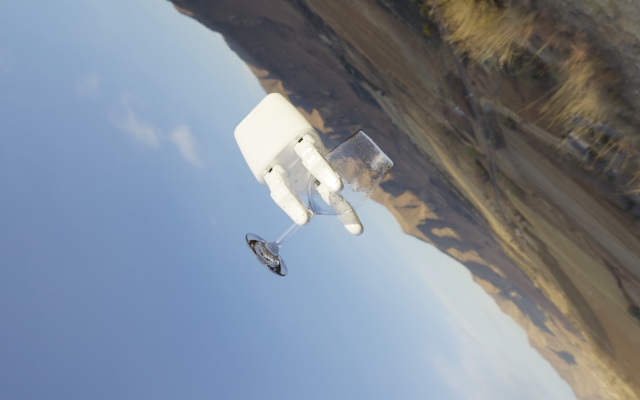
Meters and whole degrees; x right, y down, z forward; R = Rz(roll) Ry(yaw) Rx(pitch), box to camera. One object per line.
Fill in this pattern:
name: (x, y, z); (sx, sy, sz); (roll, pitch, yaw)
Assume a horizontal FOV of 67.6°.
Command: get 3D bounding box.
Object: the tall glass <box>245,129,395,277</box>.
tall glass: (0.000, 0.003, 0.604); (0.201, 0.079, 0.079); (-44, -9, 9)
